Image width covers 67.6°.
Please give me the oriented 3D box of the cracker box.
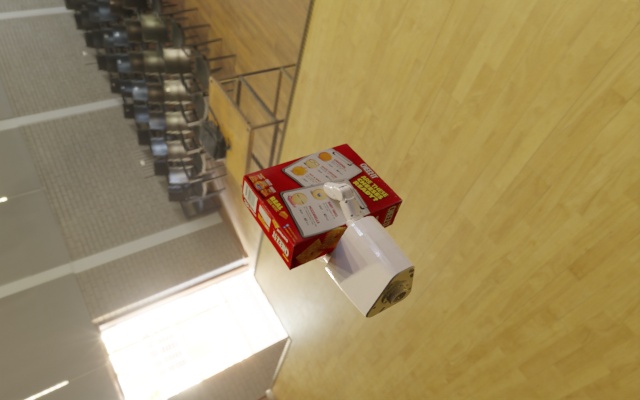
[{"bbox_3d":[0.000,0.003,0.798,0.213,0.072,0.164,-20,54,-29],"label":"cracker box"}]
